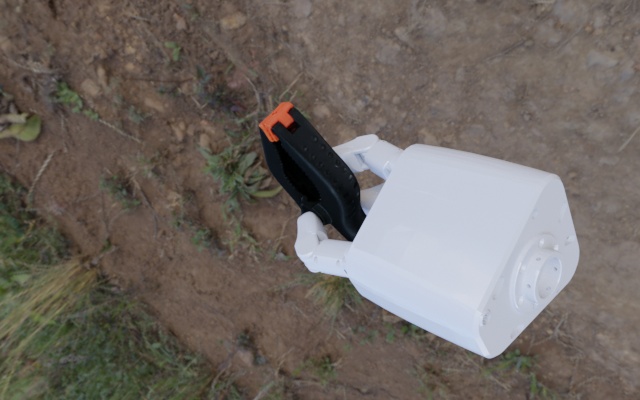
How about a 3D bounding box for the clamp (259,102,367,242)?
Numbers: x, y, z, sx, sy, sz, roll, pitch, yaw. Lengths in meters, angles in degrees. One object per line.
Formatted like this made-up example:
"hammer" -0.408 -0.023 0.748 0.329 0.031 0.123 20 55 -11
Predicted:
"clamp" -0.001 0.002 0.432 0.164 0.036 0.210 17 -31 49
